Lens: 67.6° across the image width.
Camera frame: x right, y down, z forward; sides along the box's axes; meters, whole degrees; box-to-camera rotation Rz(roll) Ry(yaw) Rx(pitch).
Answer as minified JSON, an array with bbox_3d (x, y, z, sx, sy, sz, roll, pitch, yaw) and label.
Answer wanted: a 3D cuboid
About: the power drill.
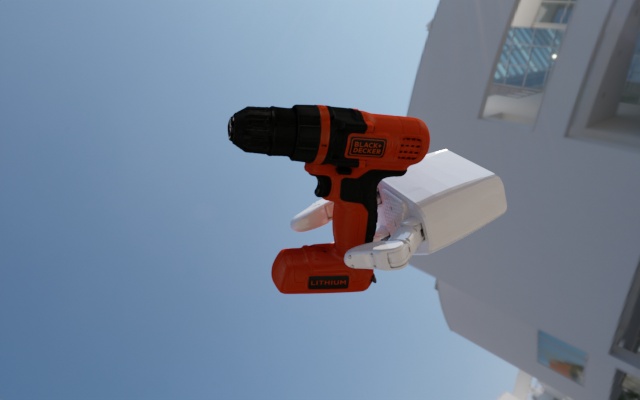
[{"bbox_3d":[0.000,0.002,0.456,0.184,0.188,0.057,2,30,-15],"label":"power drill"}]
